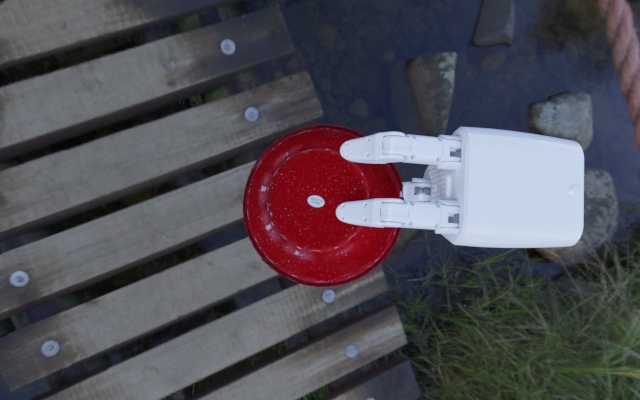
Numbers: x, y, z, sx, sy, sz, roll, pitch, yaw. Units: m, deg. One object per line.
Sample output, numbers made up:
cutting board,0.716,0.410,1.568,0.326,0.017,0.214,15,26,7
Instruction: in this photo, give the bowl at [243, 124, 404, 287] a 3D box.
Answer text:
bowl,-0.001,0.002,0.447,0.162,0.162,0.055,0,-6,5
